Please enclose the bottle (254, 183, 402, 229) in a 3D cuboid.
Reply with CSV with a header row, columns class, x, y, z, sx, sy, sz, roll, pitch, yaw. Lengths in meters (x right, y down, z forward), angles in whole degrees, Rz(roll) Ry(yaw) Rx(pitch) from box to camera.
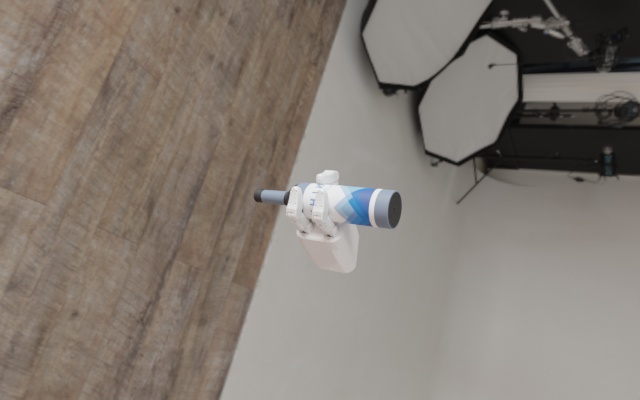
class,x,y,z,sx,sy,sz,roll,pitch,yaw
bottle,0.000,0.003,0.885,0.295,0.069,0.069,6,3,30
